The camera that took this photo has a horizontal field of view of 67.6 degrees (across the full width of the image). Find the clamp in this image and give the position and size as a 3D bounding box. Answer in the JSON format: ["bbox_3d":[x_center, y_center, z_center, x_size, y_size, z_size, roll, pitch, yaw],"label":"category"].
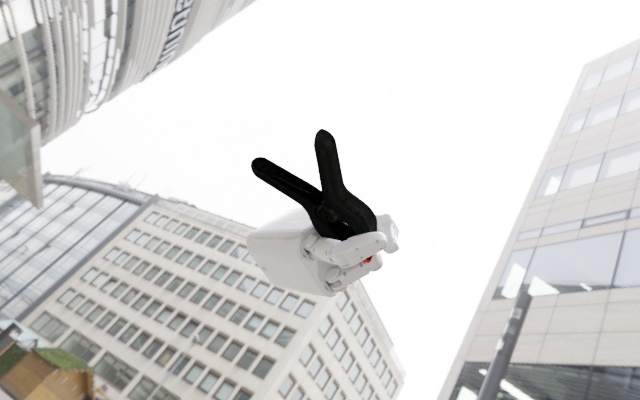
[{"bbox_3d":[0.001,0.001,0.526,0.120,0.171,0.039,-1,39,45],"label":"clamp"}]
